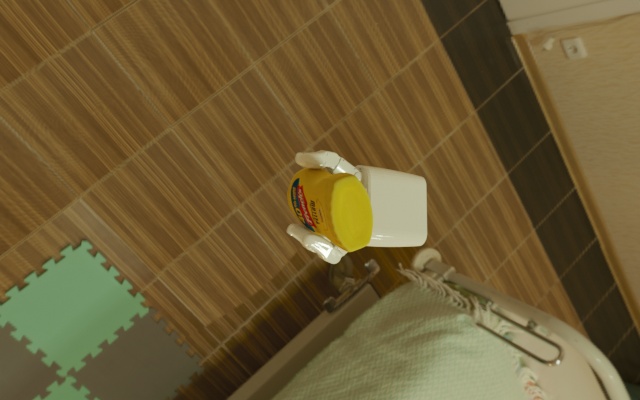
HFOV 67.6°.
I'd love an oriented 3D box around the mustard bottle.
[{"bbox_3d":[0.000,0.002,0.661,0.058,0.096,0.191,-21,18,-21],"label":"mustard bottle"}]
